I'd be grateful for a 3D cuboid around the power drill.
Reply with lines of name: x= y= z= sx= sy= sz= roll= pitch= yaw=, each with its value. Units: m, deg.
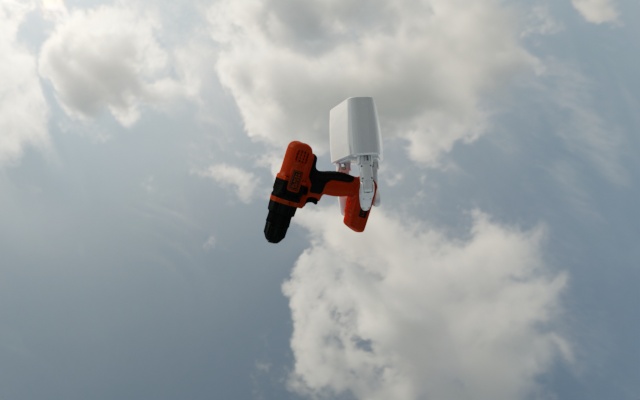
power drill: x=0.001 y=0.003 z=0.862 sx=0.188 sy=0.184 sz=0.057 roll=15 pitch=6 yaw=-27
